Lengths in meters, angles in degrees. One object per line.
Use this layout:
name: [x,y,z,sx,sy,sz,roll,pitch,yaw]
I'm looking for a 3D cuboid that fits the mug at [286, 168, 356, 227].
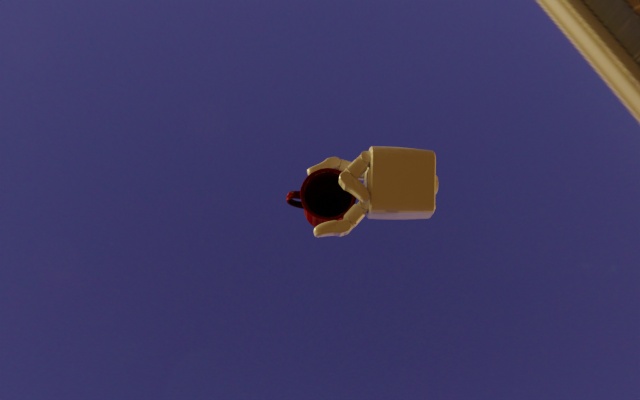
mug: [-0.001,0.003,0.818,0.117,0.093,0.081,2,-21,-1]
